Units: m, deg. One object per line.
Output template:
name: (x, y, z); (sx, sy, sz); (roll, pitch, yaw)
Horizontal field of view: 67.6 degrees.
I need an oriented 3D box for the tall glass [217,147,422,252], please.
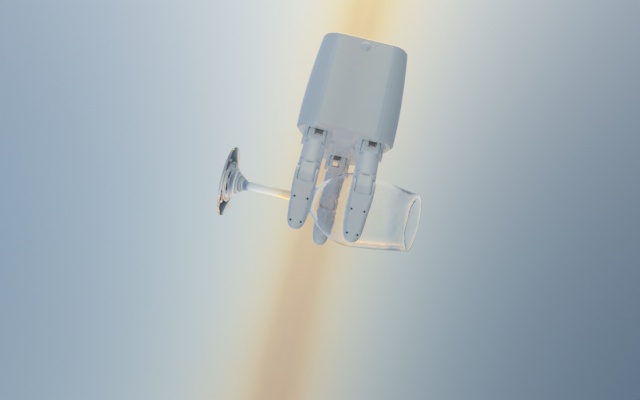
tall glass: (-0.001, 0.002, 0.502); (0.201, 0.079, 0.079); (13, 0, 0)
